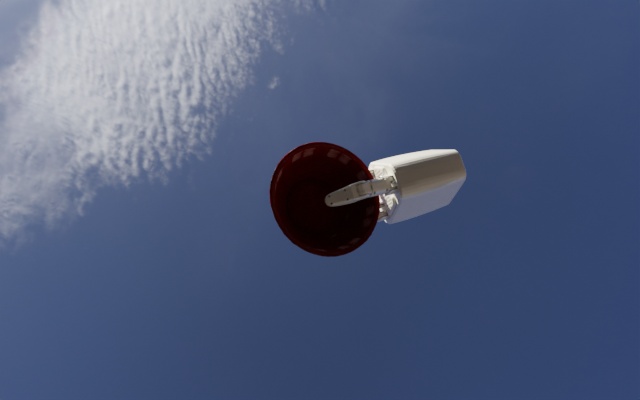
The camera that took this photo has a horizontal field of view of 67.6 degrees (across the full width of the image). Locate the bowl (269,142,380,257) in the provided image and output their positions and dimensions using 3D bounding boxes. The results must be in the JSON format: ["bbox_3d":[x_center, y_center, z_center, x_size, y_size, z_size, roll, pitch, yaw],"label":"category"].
[{"bbox_3d":[-0.001,0.002,0.674,0.162,0.162,0.055,0,-13,-22],"label":"bowl"}]
